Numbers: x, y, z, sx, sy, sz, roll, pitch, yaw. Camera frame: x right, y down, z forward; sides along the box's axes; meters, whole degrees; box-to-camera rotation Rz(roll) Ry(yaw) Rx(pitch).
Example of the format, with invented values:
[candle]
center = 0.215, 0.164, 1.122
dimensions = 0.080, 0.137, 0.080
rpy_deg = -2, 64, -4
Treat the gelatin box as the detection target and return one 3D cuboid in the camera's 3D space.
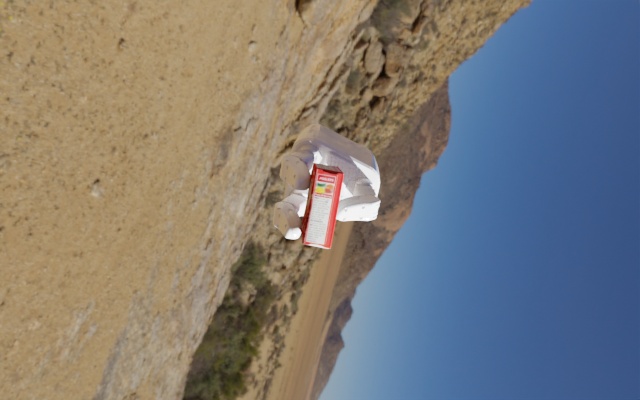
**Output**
[gelatin box]
center = 0.001, 0.002, 0.481
dimensions = 0.030, 0.073, 0.089
rpy_deg = 10, 8, -4
